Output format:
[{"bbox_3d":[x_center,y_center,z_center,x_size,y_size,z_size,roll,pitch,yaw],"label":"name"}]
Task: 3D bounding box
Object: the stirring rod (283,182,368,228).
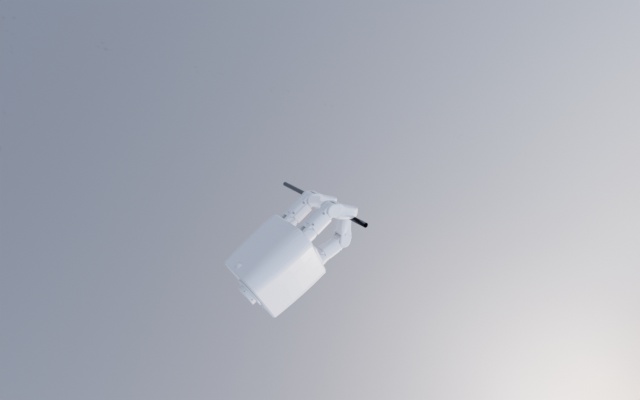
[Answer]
[{"bbox_3d":[0.000,0.003,0.785,0.011,0.011,0.239,0,16,-35],"label":"stirring rod"}]
